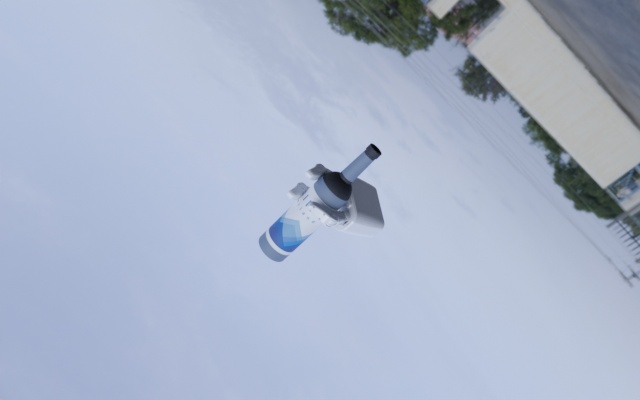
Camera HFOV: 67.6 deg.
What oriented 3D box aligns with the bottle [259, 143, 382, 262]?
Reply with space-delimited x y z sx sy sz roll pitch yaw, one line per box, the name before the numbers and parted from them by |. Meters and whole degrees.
bottle | 0.000 0.003 0.889 0.296 0.069 0.069 -44 -21 24
